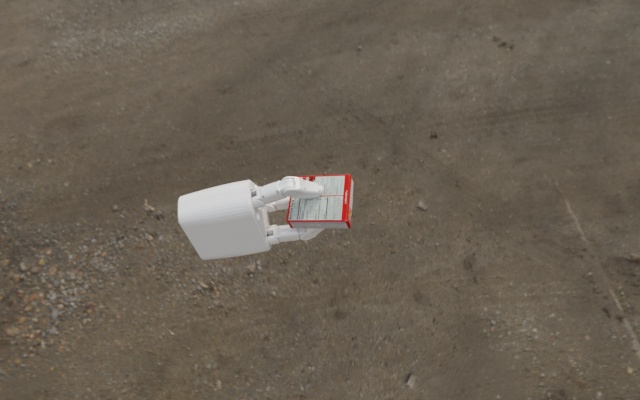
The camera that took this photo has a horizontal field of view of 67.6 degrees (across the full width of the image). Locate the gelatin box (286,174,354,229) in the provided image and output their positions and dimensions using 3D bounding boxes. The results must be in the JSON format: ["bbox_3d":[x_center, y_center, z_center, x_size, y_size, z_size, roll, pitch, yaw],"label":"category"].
[{"bbox_3d":[0.000,0.002,0.677,0.089,0.073,0.030,-2,-27,15],"label":"gelatin box"}]
